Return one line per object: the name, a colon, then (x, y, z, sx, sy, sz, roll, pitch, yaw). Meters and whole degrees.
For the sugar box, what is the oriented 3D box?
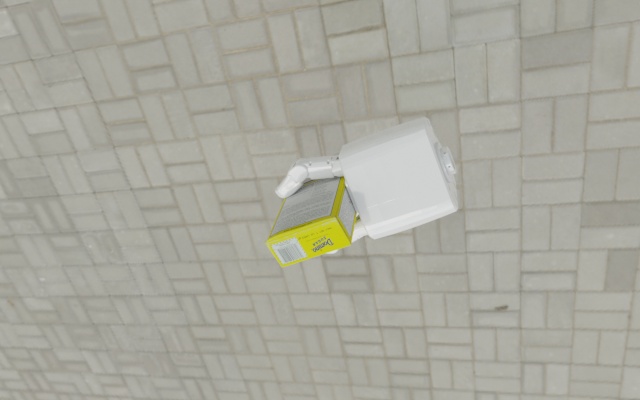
sugar box: (0.000, 0.002, 0.592, 0.093, 0.048, 0.176, -19, 24, 22)
